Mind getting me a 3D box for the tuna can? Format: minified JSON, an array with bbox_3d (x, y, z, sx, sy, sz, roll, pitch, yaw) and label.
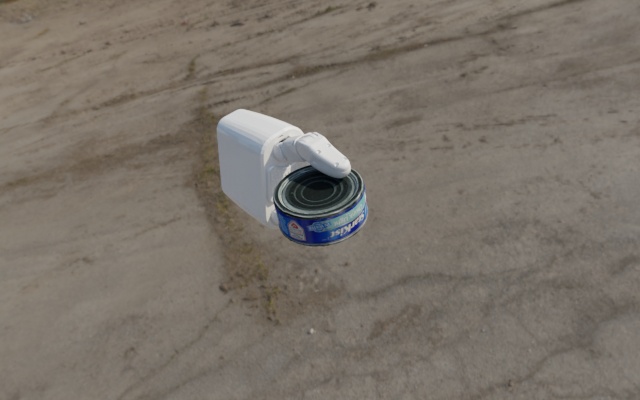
[{"bbox_3d":[0.000,0.001,0.441,0.086,0.034,0.086,-7,37,5],"label":"tuna can"}]
